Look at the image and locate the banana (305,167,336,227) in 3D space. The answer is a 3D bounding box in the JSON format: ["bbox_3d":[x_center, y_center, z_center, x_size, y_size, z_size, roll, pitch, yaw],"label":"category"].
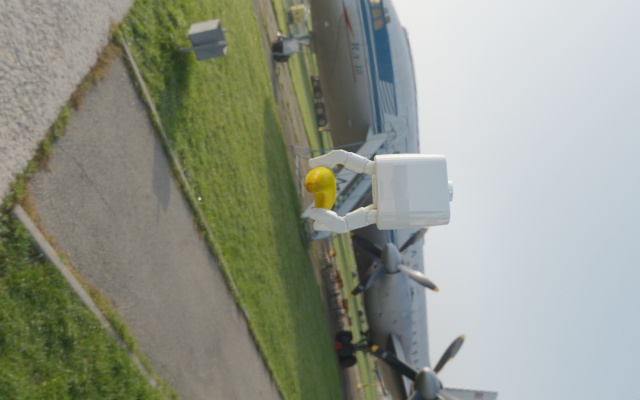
[{"bbox_3d":[0.003,-0.014,0.741,0.037,0.069,0.198,7,-19,7],"label":"banana"}]
